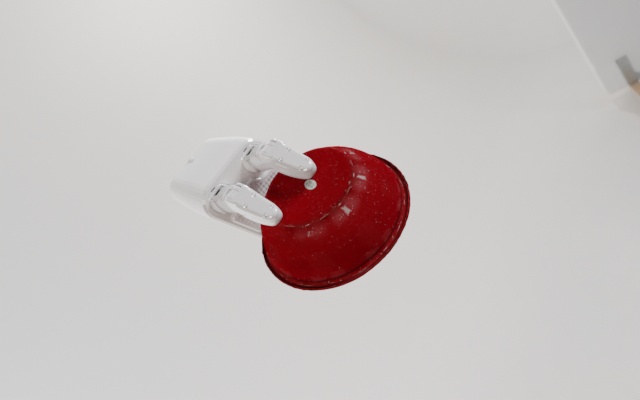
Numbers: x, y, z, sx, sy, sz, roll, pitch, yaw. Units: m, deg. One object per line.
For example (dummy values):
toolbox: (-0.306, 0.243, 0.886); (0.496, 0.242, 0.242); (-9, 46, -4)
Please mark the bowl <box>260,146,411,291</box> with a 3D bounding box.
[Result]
bowl: (0.001, 0.001, 0.454); (0.162, 0.162, 0.055); (0, -35, 32)
